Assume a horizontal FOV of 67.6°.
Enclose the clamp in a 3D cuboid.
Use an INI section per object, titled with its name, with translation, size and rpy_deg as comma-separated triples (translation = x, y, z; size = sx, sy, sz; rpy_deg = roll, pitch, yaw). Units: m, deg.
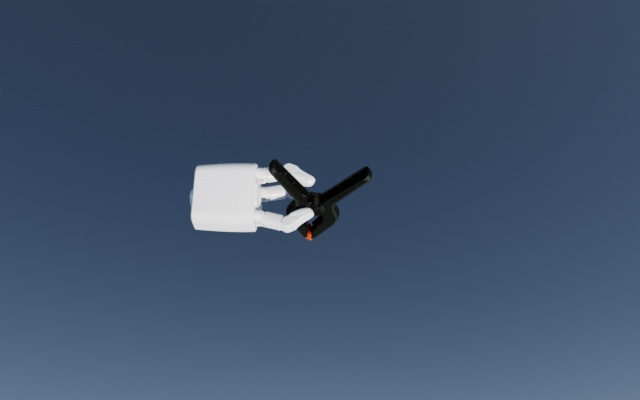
[clamp]
translation = 0.000, 0.004, 0.829
size = 0.164, 0.036, 0.210
rpy_deg = 1, -36, 0
